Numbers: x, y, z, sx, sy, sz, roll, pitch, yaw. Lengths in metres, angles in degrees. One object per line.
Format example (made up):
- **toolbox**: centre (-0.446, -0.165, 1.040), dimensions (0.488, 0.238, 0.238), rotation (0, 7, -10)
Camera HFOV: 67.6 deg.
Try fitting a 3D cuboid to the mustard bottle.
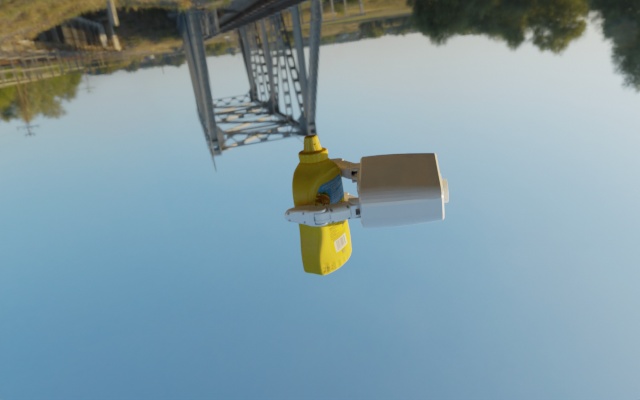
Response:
- **mustard bottle**: centre (0.000, 0.002, 0.679), dimensions (0.058, 0.192, 0.096), rotation (5, 23, 32)
